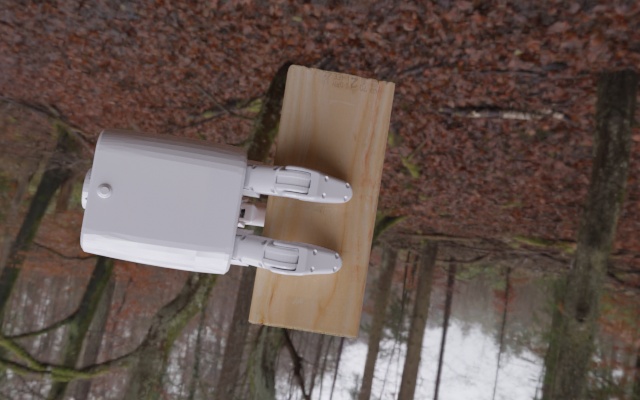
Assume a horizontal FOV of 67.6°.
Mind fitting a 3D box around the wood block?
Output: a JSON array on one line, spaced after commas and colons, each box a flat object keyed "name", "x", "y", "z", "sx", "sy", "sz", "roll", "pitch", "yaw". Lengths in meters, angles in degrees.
[{"name": "wood block", "x": 0.000, "y": 0.001, "z": 0.420, "sx": 0.090, "sy": 0.206, "sz": 0.091, "roll": 9, "pitch": -3, "yaw": -4}]
